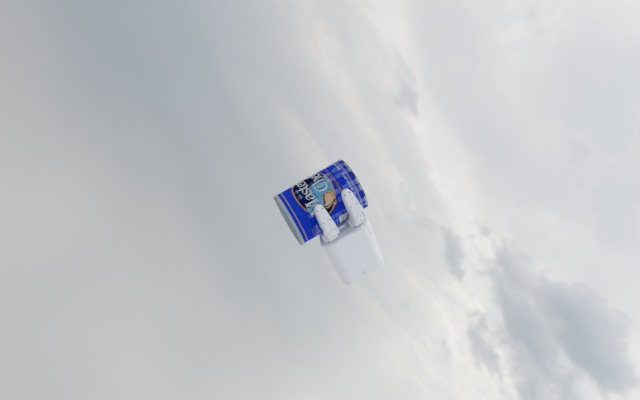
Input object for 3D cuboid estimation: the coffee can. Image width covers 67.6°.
[{"bbox_3d":[0.000,0.003,0.868,0.140,0.103,0.103,-30,4,-8],"label":"coffee can"}]
